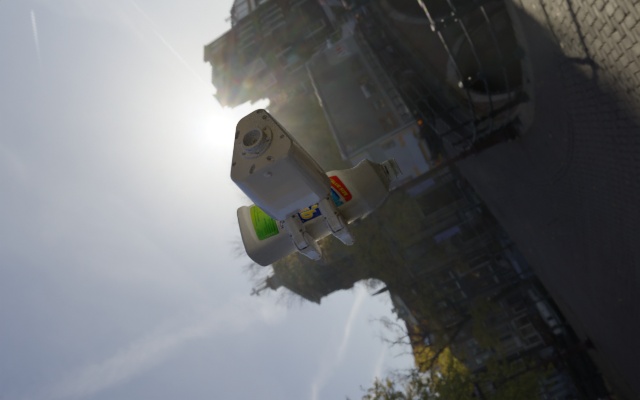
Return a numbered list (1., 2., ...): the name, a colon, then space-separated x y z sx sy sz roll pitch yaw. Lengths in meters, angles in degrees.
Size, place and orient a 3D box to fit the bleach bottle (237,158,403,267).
1. bleach bottle: 0.000 0.002 0.711 0.251 0.102 0.068 -28 -36 12
